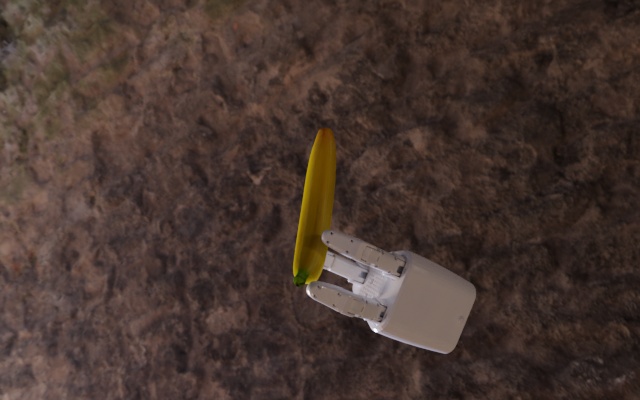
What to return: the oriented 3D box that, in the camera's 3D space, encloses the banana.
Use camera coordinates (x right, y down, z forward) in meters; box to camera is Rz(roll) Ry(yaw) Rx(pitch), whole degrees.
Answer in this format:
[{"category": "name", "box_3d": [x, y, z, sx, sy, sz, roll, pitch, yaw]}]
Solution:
[{"category": "banana", "box_3d": [-0.003, 0.013, 0.543, 0.037, 0.197, 0.070, 10, -28, -6]}]
